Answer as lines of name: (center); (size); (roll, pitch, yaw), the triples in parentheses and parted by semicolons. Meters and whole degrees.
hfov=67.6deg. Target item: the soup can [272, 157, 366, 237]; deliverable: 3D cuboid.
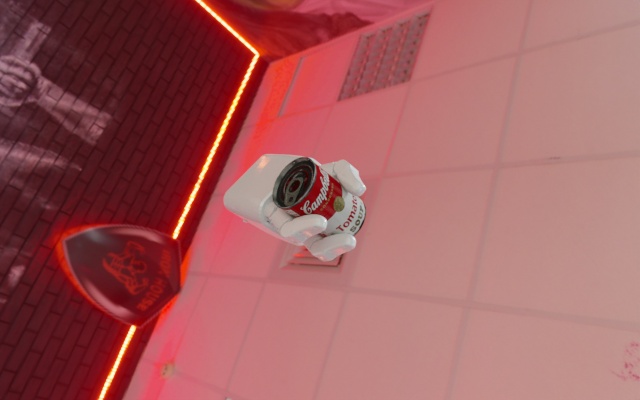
soup can: (0.001, 0.002, 0.584); (0.068, 0.068, 0.102); (0, -28, 46)
